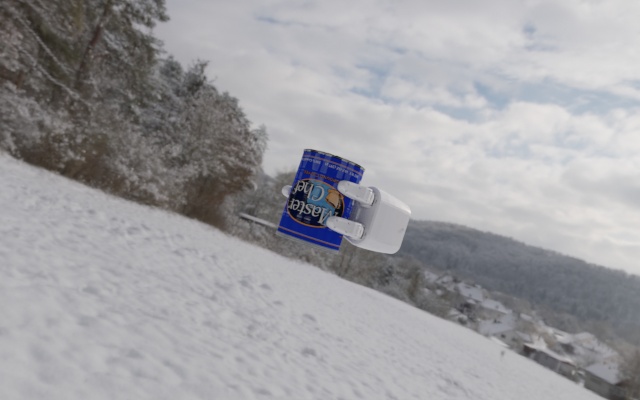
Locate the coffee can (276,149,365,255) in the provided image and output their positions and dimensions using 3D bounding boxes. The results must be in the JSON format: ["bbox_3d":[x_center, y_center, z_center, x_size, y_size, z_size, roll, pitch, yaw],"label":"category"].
[{"bbox_3d":[0.000,0.003,0.746,0.103,0.140,0.103,18,-3,1],"label":"coffee can"}]
